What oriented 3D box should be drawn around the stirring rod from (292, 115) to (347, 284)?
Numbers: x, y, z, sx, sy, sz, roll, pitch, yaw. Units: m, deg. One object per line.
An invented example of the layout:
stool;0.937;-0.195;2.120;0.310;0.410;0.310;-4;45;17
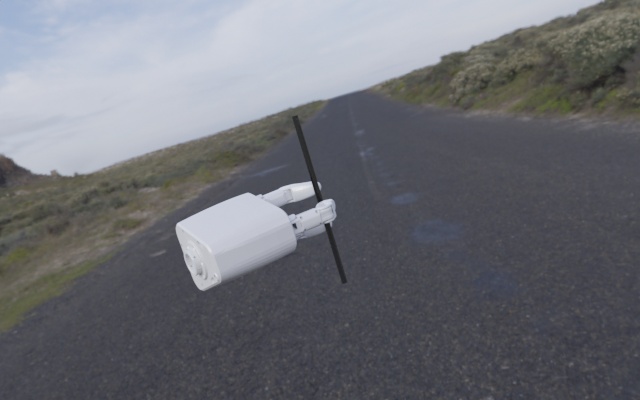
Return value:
stirring rod;0.000;0.002;0.649;0.011;0.239;0.011;-16;11;3
